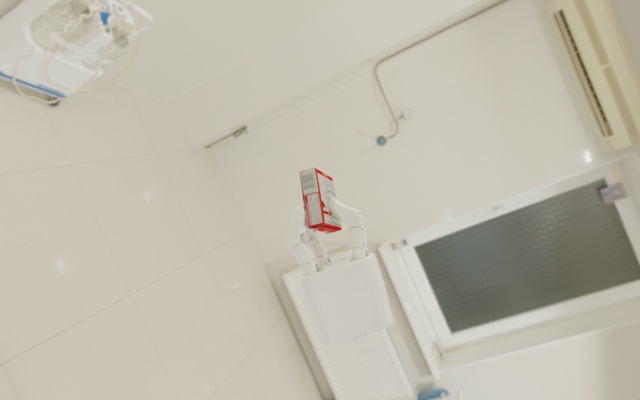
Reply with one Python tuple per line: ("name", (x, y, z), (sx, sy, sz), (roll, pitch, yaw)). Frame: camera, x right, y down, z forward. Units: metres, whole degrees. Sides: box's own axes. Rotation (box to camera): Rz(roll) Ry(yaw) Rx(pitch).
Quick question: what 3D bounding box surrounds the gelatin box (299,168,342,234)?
("gelatin box", (0.000, 0.002, 0.724), (0.030, 0.089, 0.073), (-14, -14, 20))
